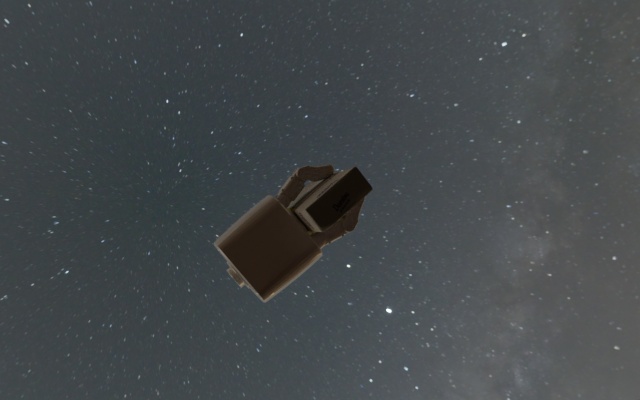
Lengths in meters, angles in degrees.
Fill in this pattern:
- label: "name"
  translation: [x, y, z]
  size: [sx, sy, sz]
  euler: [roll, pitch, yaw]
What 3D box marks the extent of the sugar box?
- label: "sugar box"
  translation: [0.000, 0.003, 0.696]
  size: [0.093, 0.048, 0.176]
  euler: [-41, 11, -14]
